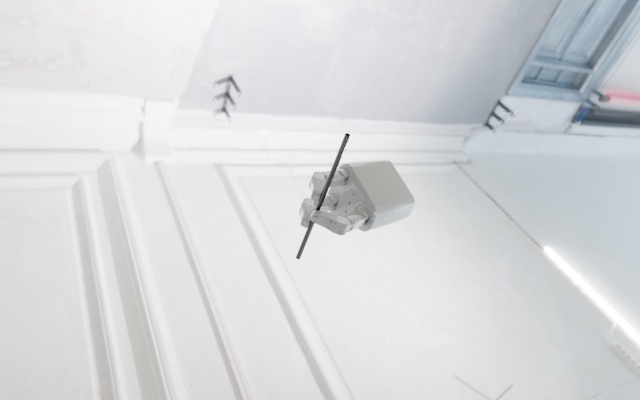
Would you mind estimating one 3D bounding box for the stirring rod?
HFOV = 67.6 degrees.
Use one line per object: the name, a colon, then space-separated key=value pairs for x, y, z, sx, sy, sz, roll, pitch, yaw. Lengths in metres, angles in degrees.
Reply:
stirring rod: x=0.000 y=0.002 z=0.717 sx=0.011 sy=0.240 sz=0.011 roll=15 pitch=35 yaw=-11
